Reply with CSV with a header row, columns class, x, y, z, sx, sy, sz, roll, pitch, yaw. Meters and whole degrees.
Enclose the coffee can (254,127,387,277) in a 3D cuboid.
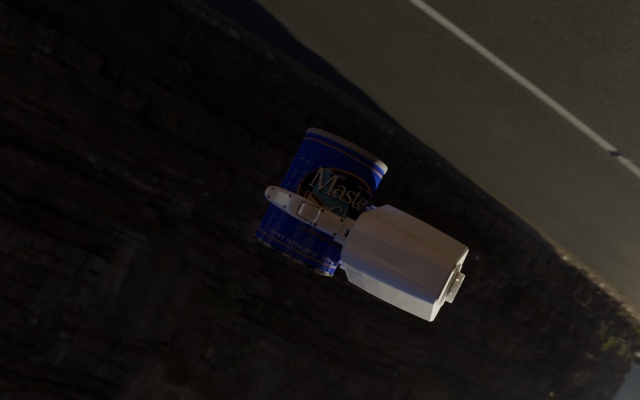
class,x,y,z,sx,sy,sz,roll,pitch,yaw
coffee can,0.000,0.002,0.551,0.103,0.140,0.103,27,-2,1
